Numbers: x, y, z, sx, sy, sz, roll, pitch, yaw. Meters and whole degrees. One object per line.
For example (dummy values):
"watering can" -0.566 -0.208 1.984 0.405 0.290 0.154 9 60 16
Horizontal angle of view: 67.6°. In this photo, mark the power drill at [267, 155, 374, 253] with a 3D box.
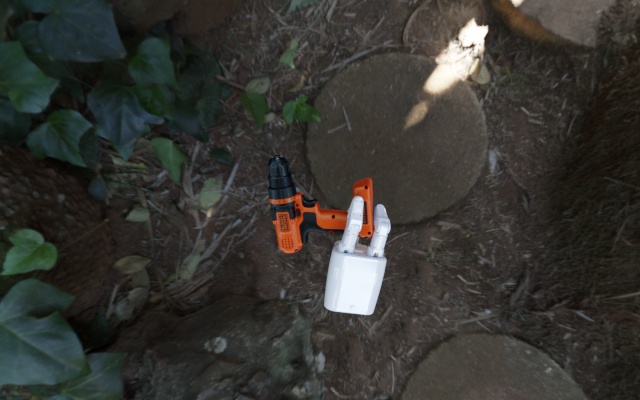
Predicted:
"power drill" 0.001 0.003 0.858 0.187 0.184 0.057 -3 20 12
